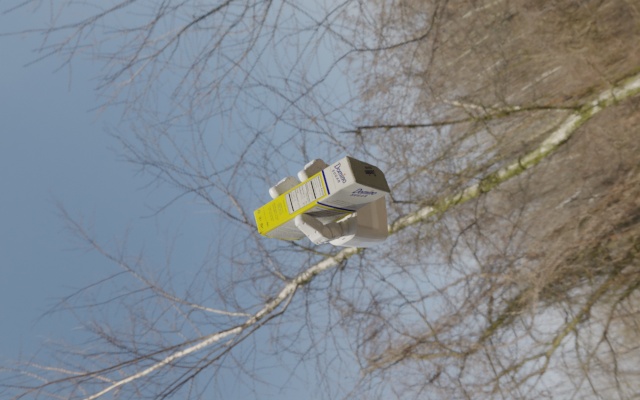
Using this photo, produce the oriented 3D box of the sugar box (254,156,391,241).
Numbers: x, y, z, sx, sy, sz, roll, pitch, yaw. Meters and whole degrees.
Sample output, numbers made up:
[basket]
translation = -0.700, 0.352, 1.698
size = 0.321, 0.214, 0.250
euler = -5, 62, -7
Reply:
[sugar box]
translation = 0.000, 0.002, 0.675
size = 0.176, 0.048, 0.093
euler = -31, -26, 29
